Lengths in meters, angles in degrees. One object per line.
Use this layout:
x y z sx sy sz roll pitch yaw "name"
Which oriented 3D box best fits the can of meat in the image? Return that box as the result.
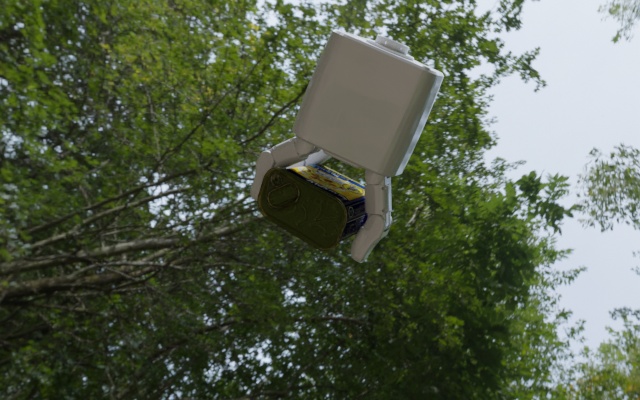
0.000 0.002 0.504 0.102 0.057 0.084 28 23 24 "can of meat"
